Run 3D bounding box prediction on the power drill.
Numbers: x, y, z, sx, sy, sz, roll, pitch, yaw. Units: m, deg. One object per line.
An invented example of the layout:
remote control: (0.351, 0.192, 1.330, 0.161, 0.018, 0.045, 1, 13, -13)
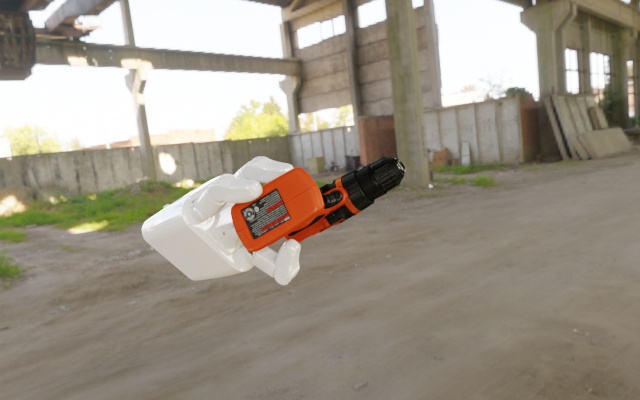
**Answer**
power drill: (0.000, 0.002, 0.554, 0.184, 0.057, 0.187, -32, -12, 21)
